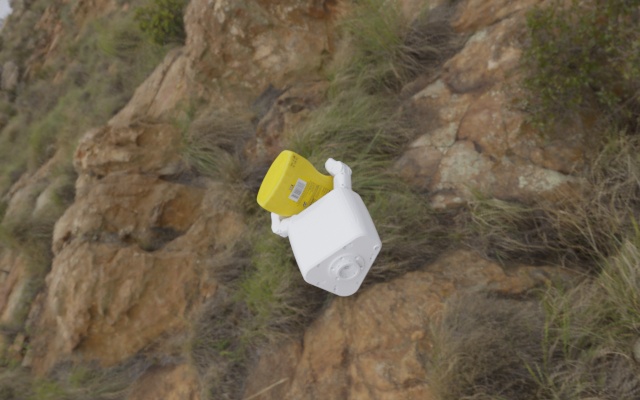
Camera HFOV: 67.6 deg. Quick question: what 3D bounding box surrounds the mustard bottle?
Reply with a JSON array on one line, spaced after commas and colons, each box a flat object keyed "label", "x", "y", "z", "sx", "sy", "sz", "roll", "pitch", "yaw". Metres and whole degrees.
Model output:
[{"label": "mustard bottle", "x": 0.000, "y": 0.002, "z": 0.767, "sx": 0.192, "sy": 0.096, "sz": 0.058, "roll": 28, "pitch": -1, "yaw": -31}]
